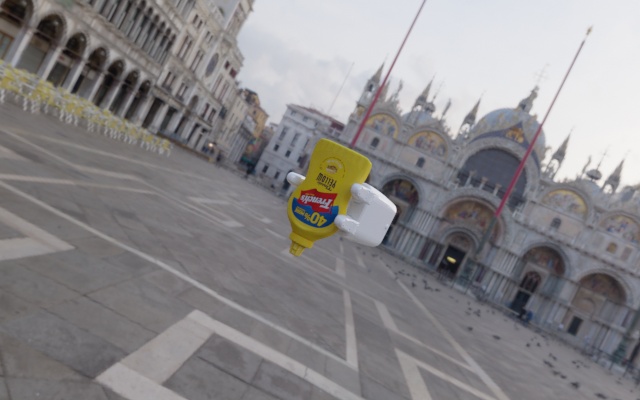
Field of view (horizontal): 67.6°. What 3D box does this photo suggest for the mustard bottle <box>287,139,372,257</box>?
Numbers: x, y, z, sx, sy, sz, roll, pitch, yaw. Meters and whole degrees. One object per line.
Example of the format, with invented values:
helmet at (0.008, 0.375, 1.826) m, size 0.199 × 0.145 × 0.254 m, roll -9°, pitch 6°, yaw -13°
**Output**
mustard bottle at (0.000, 0.002, 0.775) m, size 0.096 × 0.191 × 0.058 m, roll 27°, pitch 0°, yaw 16°
